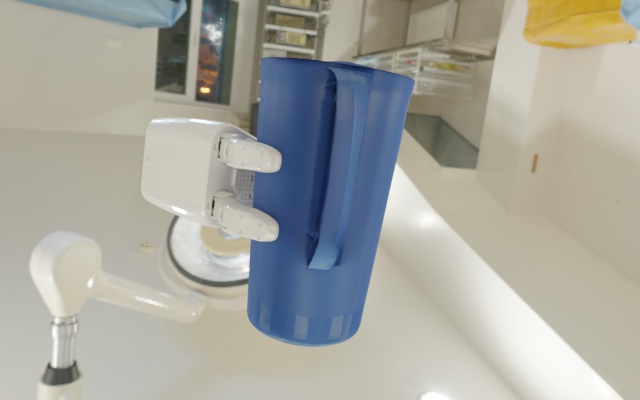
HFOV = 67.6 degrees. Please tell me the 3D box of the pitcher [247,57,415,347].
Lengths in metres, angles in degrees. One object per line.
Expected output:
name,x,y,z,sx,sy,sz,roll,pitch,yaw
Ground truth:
pitcher,0.000,0.001,0.421,0.145,0.243,0.149,15,12,36
